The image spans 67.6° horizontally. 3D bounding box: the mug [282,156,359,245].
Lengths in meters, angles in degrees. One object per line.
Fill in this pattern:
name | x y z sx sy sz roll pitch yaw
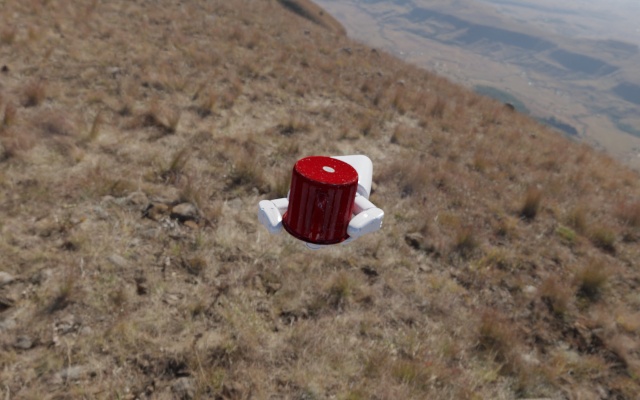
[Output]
mug | 0.000 0.002 0.584 0.093 0.081 0.117 11 30 3
